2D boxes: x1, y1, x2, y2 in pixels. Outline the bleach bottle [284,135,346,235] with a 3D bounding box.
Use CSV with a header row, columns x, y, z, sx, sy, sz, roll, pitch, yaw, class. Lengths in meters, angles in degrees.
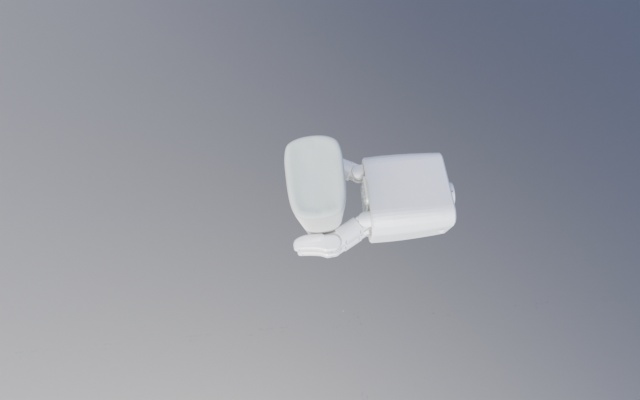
x,y,z,sx,sy,sz,roll,pitch,yaw,class
0.000,0.002,0.656,0.068,0.102,0.251,-6,-13,1,bleach bottle
